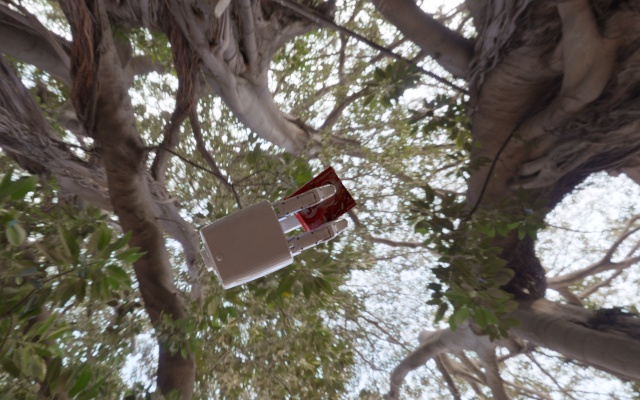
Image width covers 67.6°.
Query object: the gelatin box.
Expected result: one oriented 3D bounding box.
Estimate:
[{"bbox_3d":[0.000,0.002,0.731,0.089,0.073,0.030,-37,6,-20],"label":"gelatin box"}]
